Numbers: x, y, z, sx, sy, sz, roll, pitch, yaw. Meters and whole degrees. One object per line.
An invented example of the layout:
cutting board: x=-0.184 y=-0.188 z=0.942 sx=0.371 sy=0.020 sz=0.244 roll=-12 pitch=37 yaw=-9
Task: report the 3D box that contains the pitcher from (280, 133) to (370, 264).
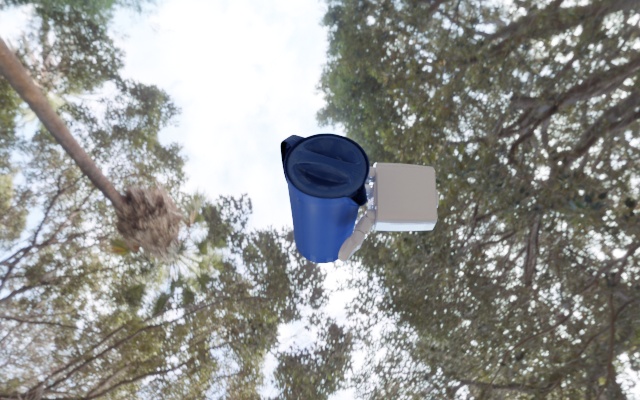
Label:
pitcher: x=0.000 y=0.003 z=0.835 sx=0.145 sy=0.149 sz=0.243 roll=2 pitch=-35 yaw=-1
